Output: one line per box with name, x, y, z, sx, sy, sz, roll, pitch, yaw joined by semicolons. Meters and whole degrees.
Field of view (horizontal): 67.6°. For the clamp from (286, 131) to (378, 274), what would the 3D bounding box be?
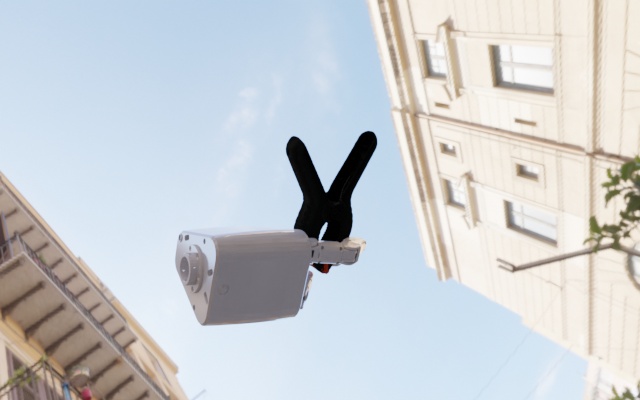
clamp;0.000;0.002;0.529;0.120;0.171;0.039;2;16;-36
